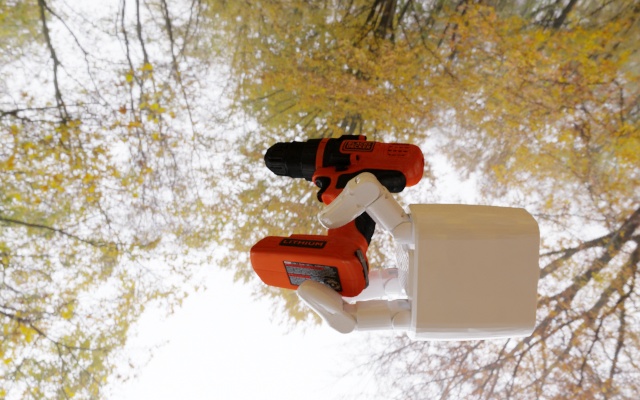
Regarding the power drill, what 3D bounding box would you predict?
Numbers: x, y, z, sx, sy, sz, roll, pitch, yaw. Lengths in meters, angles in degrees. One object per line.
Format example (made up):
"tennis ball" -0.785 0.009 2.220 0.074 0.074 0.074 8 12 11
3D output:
"power drill" 0.000 0.002 0.483 0.184 0.057 0.187 3 45 22
